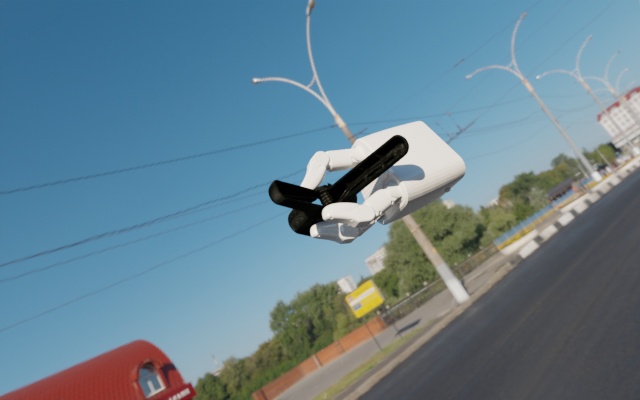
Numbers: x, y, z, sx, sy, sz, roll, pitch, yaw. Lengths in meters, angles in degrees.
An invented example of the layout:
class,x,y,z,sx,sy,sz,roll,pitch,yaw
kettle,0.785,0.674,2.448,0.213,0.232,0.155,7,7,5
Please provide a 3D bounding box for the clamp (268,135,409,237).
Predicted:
class,x,y,z,sx,sy,sz,roll,pitch,yaw
clamp,0.000,0.001,0.576,0.164,0.036,0.210,-18,-19,-24
